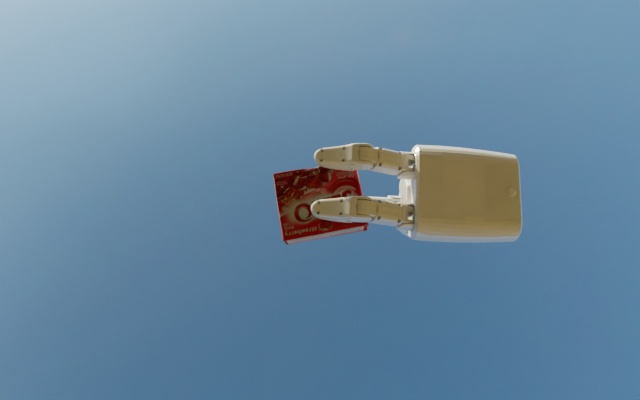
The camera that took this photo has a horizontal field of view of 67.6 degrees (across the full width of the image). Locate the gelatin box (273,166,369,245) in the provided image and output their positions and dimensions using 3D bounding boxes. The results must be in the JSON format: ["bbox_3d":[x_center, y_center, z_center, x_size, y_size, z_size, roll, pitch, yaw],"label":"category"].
[{"bbox_3d":[0.000,0.002,0.499,0.089,0.073,0.030,-10,-15,1],"label":"gelatin box"}]
